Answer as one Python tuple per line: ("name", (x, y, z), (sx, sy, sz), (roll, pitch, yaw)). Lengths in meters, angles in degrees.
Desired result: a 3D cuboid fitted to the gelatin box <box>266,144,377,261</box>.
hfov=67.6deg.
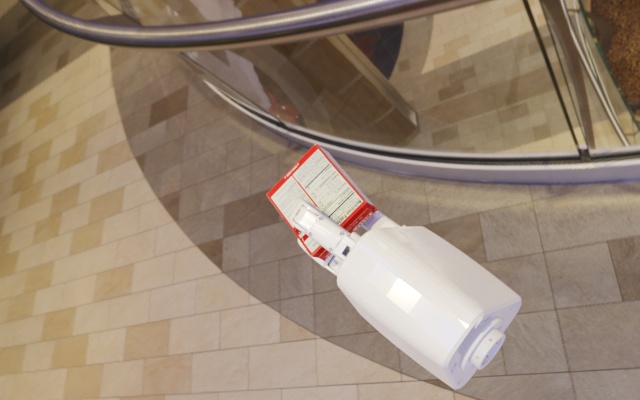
("gelatin box", (0.000, 0.001, 0.462), (0.089, 0.073, 0.030), (51, 13, 29))
